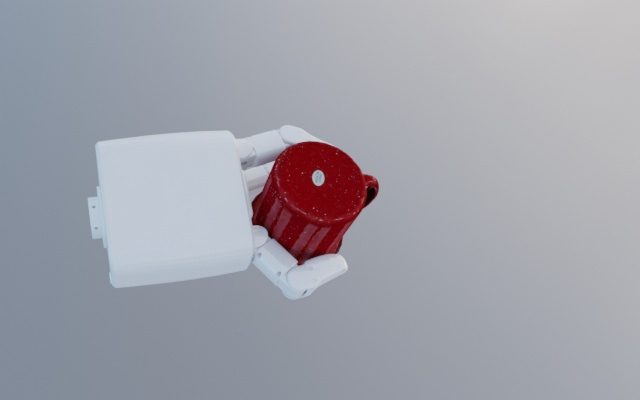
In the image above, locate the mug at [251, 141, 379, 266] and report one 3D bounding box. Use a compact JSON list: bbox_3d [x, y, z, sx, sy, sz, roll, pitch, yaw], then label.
[{"bbox_3d":[0.001,0.001,0.419,0.117,0.093,0.081,-9,-27,-25],"label":"mug"}]
